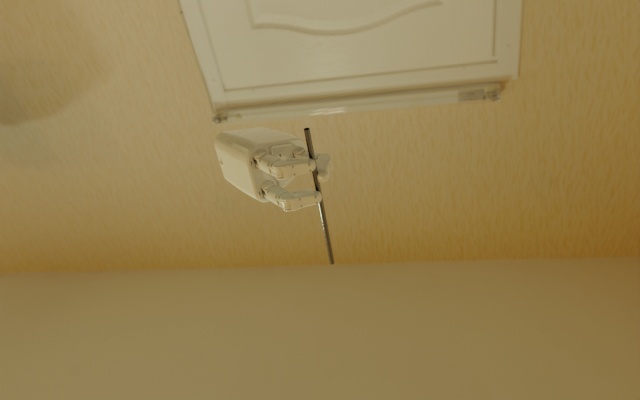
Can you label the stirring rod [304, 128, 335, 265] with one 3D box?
[{"bbox_3d":[0.000,0.002,0.713,0.011,0.240,0.011,-8,33,5],"label":"stirring rod"}]
